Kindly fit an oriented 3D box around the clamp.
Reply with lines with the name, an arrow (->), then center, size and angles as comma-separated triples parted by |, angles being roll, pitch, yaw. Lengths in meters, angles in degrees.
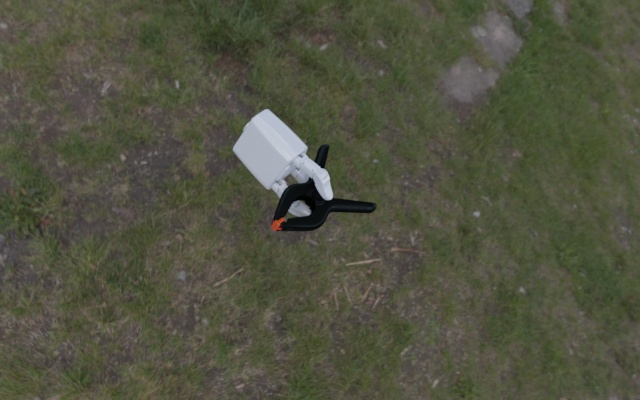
clamp -> 0.000, 0.003, 0.891 | 0.210, 0.164, 0.036 | -42, -5, -33
